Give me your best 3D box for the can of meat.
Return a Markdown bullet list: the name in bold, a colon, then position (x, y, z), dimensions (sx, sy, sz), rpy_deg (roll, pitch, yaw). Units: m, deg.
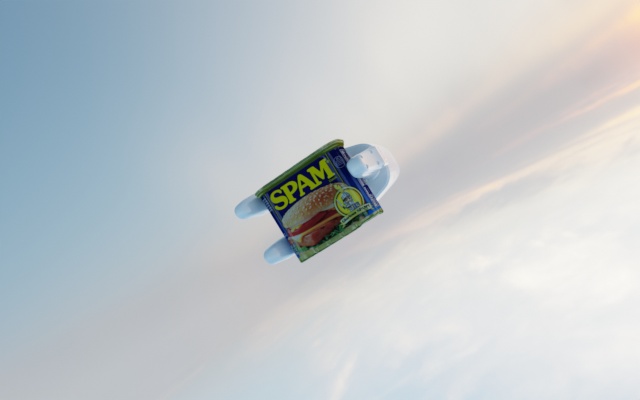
- **can of meat**: position (0.000, 0.002, 0.476), dimensions (0.102, 0.084, 0.057), rpy_deg (-33, -3, 15)
